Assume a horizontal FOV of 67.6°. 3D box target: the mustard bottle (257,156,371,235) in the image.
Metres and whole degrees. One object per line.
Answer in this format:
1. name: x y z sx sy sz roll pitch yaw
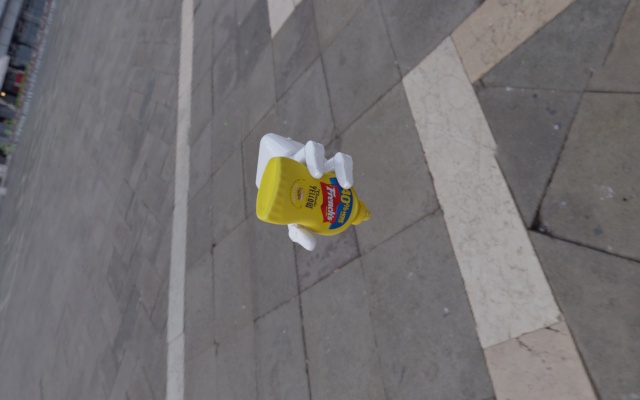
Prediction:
1. mustard bottle: 0.000 0.002 0.730 0.192 0.096 0.058 16 -9 -34
